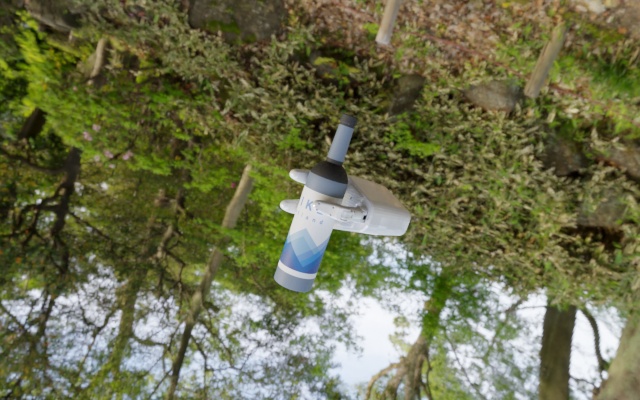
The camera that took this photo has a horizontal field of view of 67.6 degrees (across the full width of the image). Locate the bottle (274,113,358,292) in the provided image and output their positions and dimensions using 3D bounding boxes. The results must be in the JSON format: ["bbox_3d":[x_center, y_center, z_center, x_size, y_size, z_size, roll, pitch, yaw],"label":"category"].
[{"bbox_3d":[0.000,0.003,0.783,0.069,0.296,0.069,18,10,-3],"label":"bottle"}]
